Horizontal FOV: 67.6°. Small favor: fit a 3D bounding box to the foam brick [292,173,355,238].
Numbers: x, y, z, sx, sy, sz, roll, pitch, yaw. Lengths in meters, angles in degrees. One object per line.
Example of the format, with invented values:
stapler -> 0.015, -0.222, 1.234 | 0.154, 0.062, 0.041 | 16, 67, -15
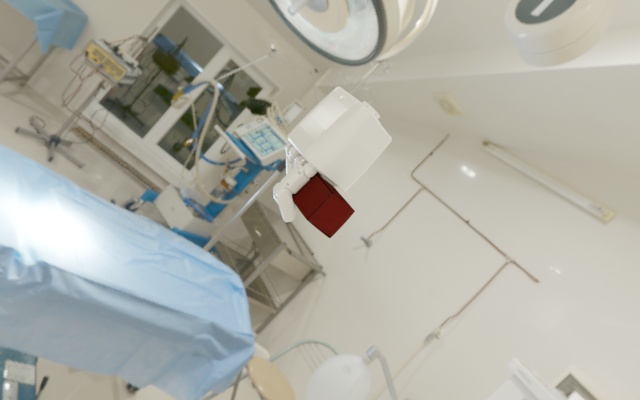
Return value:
foam brick -> 0.000, 0.002, 0.655 | 0.053, 0.051, 0.078 | 40, 7, -39
